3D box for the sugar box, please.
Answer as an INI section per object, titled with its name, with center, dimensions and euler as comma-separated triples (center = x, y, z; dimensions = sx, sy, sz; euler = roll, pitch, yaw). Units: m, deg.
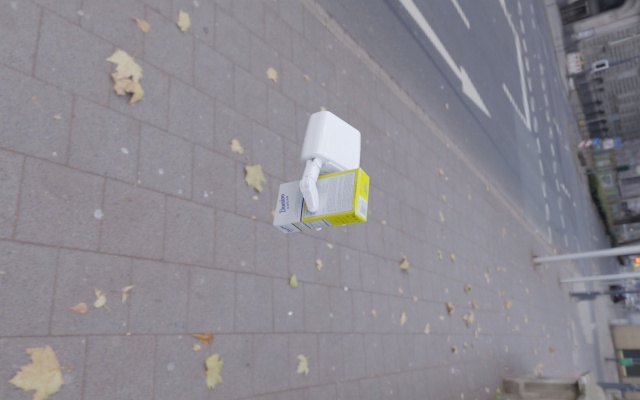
[sugar box]
center = 0.001, 0.003, 0.880
dimensions = 0.176, 0.093, 0.048
euler = -11, -32, 32
